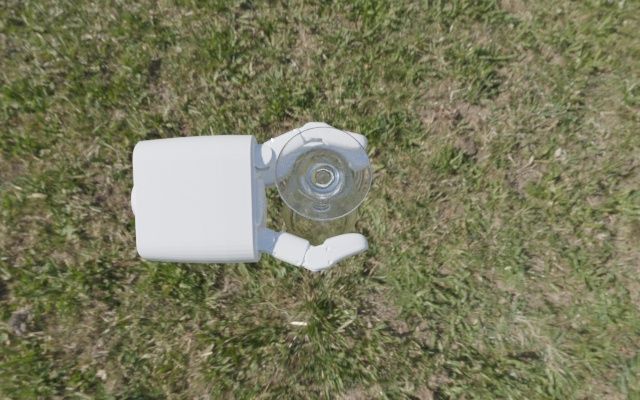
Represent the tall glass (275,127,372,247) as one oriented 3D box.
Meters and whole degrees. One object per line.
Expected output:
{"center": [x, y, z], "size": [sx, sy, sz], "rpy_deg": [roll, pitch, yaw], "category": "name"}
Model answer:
{"center": [0.000, 0.001, 0.458], "size": [0.079, 0.079, 0.201], "rpy_deg": [0, -13, -1], "category": "tall glass"}
